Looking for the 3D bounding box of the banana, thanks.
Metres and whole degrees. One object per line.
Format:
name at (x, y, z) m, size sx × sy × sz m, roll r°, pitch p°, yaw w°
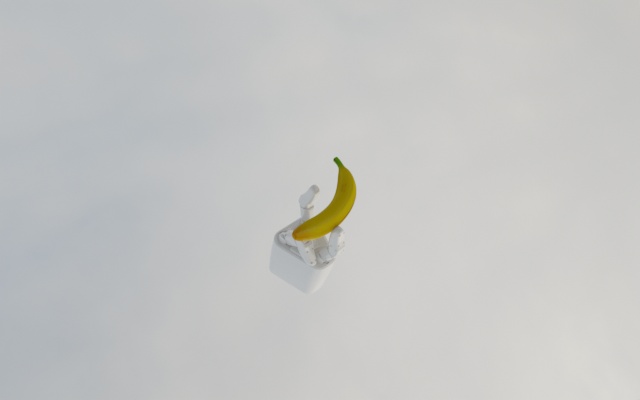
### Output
banana at (0.018, 0.008, 0.815) m, size 0.069 × 0.197 × 0.037 m, roll 25°, pitch -40°, yaw 4°
